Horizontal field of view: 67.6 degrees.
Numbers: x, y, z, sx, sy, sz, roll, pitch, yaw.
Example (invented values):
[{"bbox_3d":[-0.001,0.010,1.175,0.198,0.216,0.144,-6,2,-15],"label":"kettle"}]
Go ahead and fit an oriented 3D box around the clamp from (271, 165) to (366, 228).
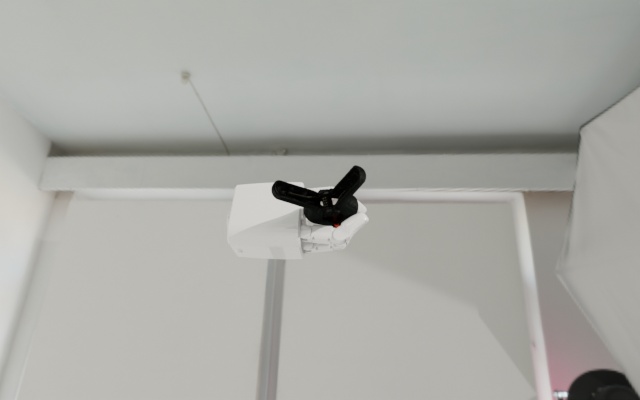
[{"bbox_3d":[0.000,0.002,0.661,0.120,0.039,0.171,-2,-24,2],"label":"clamp"}]
